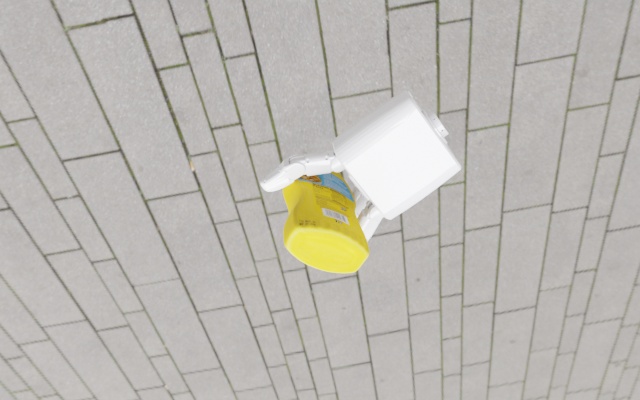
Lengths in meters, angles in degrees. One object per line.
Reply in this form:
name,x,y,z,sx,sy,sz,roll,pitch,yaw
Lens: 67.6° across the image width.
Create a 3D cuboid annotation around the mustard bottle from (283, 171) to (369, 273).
mustard bottle,0.000,0.002,0.593,0.096,0.058,0.191,20,30,-19
